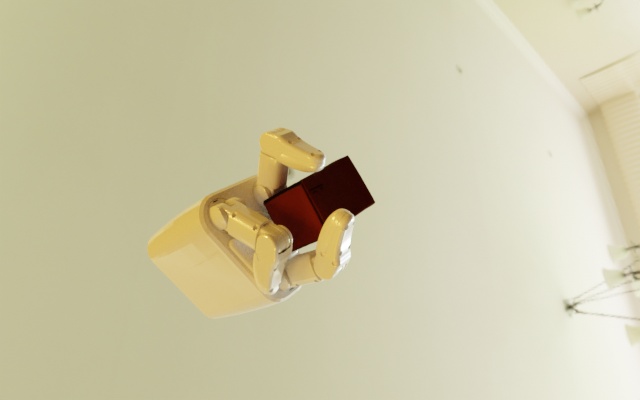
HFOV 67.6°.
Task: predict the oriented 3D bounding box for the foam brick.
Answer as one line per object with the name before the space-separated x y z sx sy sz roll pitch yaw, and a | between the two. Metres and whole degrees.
foam brick | 0.000 0.001 0.423 0.051 0.053 0.078 -27 2 41
